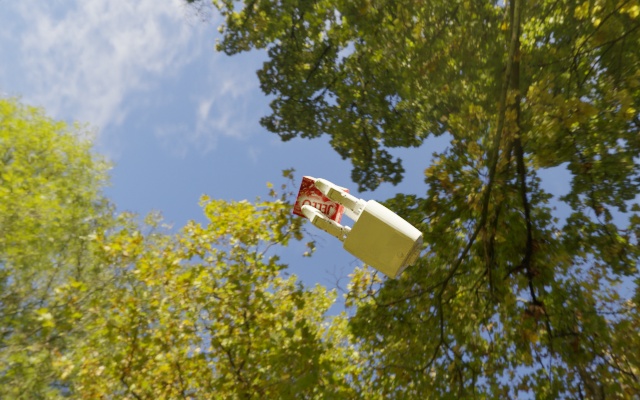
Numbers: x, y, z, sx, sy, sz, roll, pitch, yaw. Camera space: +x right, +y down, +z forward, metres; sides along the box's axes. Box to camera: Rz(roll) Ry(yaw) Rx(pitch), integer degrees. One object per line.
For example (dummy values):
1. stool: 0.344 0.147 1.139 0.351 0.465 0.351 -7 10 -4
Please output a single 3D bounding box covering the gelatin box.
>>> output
1. gelatin box: 0.000 0.003 0.870 0.089 0.073 0.030 20 7 25
